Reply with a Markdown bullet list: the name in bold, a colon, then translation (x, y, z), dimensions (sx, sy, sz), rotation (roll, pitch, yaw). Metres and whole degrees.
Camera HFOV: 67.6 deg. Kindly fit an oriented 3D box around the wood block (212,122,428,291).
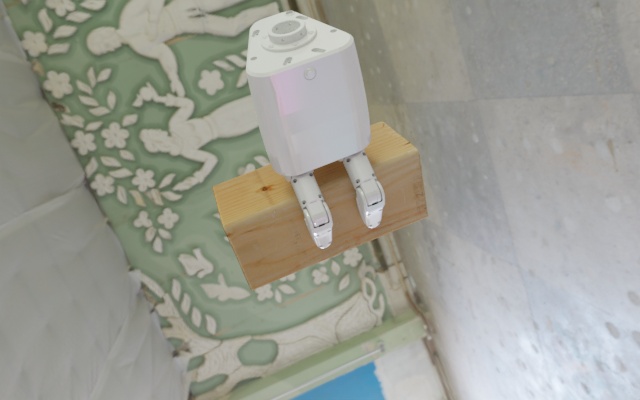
- **wood block**: translation (0.000, 0.001, 0.520), dimensions (0.206, 0.090, 0.090), rotation (-22, 34, -8)
